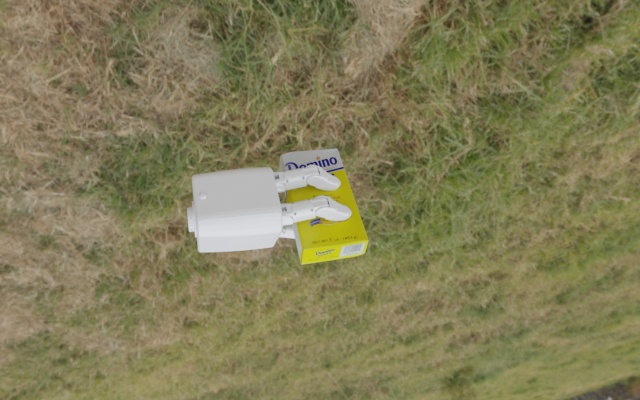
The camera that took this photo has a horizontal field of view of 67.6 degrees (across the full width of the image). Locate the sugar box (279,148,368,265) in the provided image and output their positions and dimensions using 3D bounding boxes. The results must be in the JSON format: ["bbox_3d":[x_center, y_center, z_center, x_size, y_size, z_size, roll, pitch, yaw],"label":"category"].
[{"bbox_3d":[0.000,0.002,0.691,0.093,0.176,0.048,-7,-35,-14],"label":"sugar box"}]
